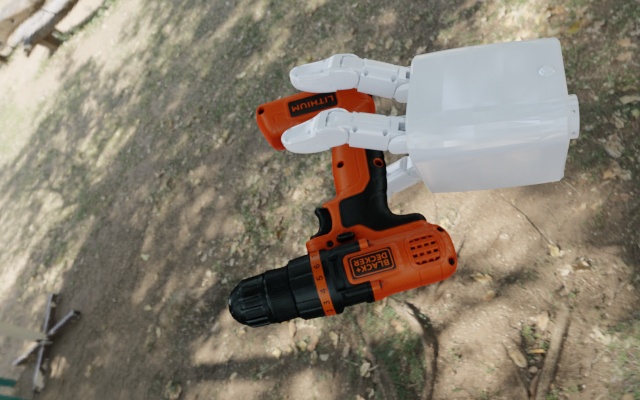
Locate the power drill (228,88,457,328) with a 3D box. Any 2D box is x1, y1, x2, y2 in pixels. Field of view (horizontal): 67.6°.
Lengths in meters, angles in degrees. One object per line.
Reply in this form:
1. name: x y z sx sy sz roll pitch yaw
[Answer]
1. power drill: 0.000 0.001 0.404 0.184 0.187 0.057 -15 -19 0
